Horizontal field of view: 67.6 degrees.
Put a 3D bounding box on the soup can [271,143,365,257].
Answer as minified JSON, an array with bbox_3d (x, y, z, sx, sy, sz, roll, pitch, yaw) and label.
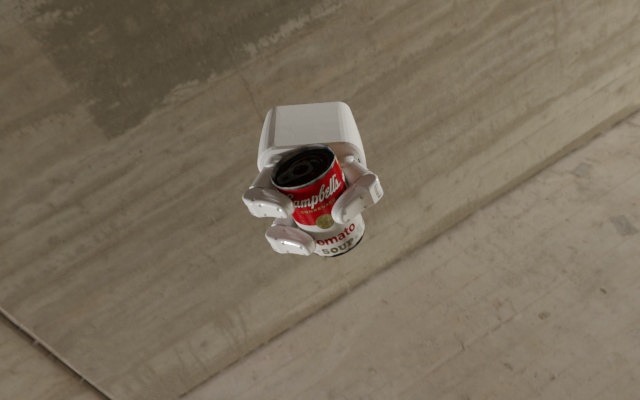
[{"bbox_3d":[0.000,0.002,0.496,0.068,0.102,0.068,-16,37,13],"label":"soup can"}]
